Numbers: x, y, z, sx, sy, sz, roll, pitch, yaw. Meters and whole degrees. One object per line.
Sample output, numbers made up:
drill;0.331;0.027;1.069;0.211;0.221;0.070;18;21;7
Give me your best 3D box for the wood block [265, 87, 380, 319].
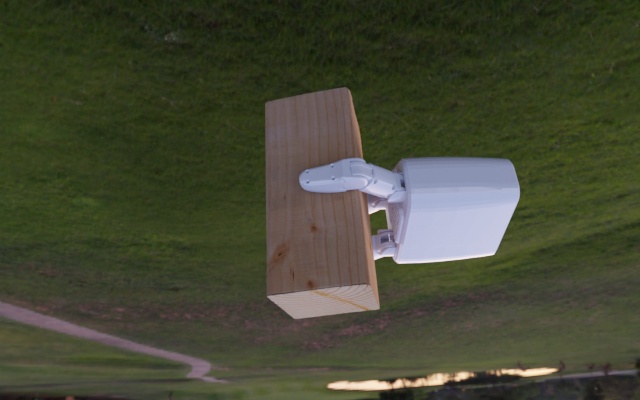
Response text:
wood block;0.000;0.001;0.479;0.090;0.206;0.091;-9;-27;9
